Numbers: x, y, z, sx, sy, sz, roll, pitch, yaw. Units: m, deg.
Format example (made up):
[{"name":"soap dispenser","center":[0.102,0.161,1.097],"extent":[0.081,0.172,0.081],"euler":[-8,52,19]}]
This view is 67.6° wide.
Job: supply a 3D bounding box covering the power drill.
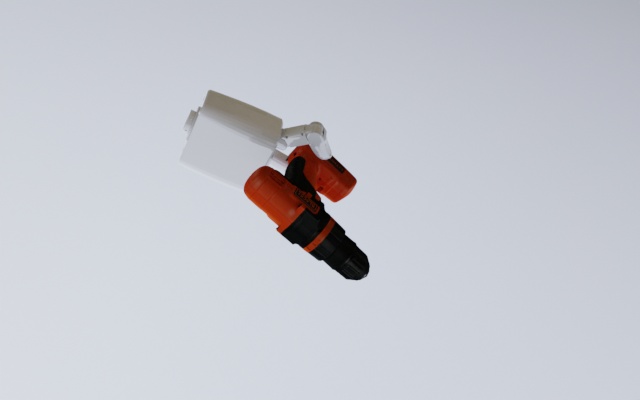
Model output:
[{"name":"power drill","center":[0.000,0.002,0.629],"extent":[0.057,0.184,0.187],"euler":[-43,11,24]}]
